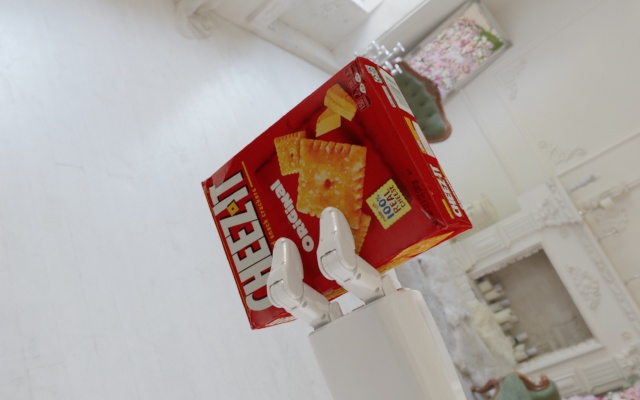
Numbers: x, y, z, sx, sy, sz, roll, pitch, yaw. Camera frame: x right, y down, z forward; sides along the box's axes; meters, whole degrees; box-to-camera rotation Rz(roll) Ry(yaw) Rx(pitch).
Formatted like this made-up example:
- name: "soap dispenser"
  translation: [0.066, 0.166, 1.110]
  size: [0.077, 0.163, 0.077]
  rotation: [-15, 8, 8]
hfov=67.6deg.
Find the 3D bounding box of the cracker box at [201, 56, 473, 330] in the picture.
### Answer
- name: "cracker box"
  translation: [0.000, 0.001, 0.437]
  size: [0.214, 0.164, 0.072]
  rotation: [-33, -21, 28]
